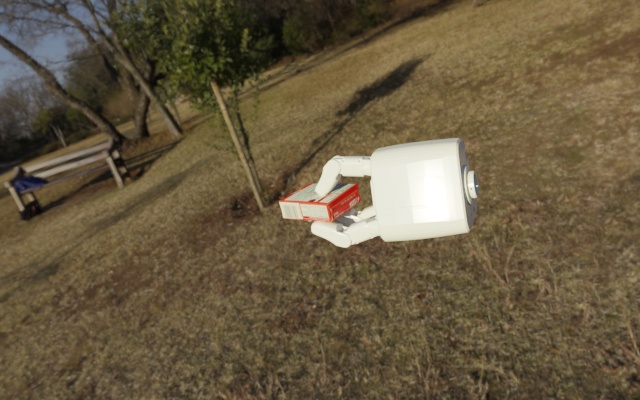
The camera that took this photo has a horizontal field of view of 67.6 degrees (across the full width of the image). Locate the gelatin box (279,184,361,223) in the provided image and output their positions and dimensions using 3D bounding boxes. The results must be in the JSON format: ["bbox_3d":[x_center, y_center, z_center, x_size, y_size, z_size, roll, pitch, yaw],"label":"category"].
[{"bbox_3d":[0.000,0.002,0.662,0.089,0.030,0.073,3,24,38],"label":"gelatin box"}]
